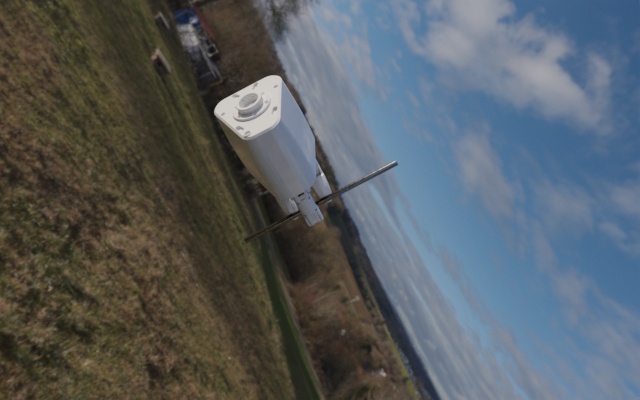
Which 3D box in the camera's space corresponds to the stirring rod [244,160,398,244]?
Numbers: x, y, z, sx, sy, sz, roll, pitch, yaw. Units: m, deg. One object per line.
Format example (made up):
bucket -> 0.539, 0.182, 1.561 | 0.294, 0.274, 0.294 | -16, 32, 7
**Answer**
stirring rod -> 0.000, 0.002, 0.672 | 0.239, 0.011, 0.011 | -27, -1, 2
